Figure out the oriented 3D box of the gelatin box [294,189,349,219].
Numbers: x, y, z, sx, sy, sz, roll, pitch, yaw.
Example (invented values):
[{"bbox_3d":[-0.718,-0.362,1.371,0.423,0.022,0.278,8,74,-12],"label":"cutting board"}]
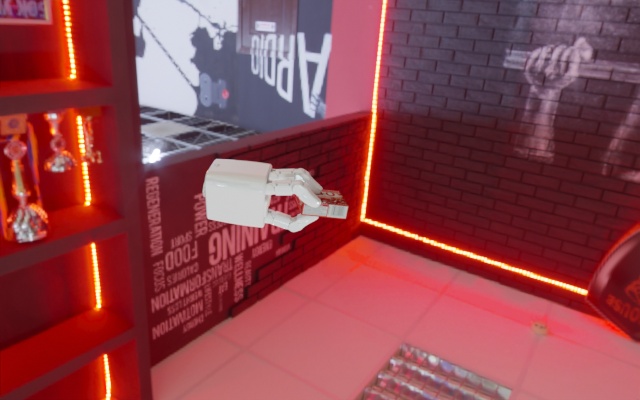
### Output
[{"bbox_3d":[0.000,0.003,0.892,0.089,0.030,0.073,6,22,-15],"label":"gelatin box"}]
